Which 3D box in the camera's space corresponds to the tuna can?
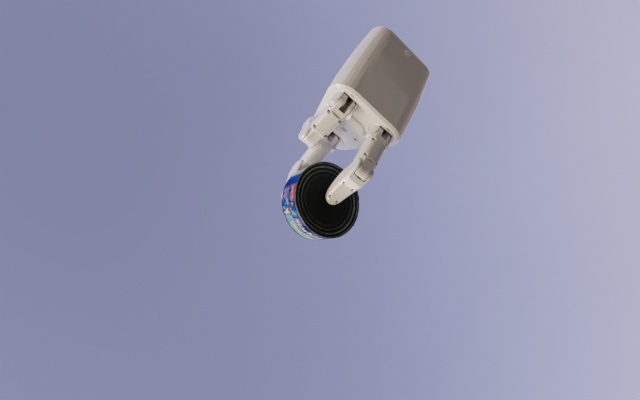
[{"bbox_3d":[0.000,0.002,0.537,0.086,0.086,0.034,0,-10,-34],"label":"tuna can"}]
